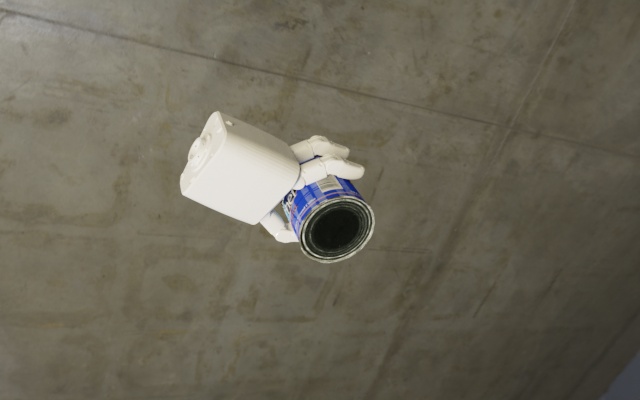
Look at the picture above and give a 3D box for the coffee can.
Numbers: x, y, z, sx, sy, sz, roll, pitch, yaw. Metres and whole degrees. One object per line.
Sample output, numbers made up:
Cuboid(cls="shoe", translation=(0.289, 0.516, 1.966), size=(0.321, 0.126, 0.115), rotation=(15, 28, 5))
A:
Cuboid(cls="coffee can", translation=(0.000, 0.002, 0.655), size=(0.103, 0.103, 0.140), rotation=(0, 32, -22))
